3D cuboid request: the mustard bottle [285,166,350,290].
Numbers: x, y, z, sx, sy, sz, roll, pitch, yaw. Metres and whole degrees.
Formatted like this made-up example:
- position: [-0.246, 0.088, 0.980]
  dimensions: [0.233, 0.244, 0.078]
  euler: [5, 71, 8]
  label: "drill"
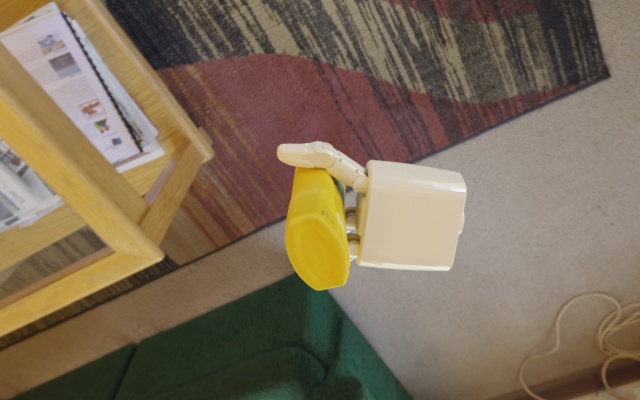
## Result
- position: [0.000, 0.002, 0.533]
  dimensions: [0.058, 0.096, 0.191]
  euler: [-15, 31, 11]
  label: "mustard bottle"
